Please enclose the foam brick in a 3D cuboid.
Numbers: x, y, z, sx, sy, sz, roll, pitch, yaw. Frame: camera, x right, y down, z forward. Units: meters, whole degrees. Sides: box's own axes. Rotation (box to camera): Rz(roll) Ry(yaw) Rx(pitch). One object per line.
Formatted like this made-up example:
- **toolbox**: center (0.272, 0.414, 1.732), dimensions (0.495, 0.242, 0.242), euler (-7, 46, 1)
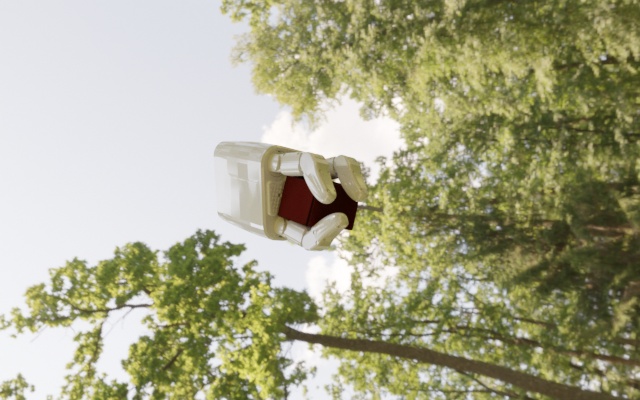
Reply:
- **foam brick**: center (0.000, 0.002, 0.554), dimensions (0.051, 0.053, 0.078), euler (17, 5, 43)
